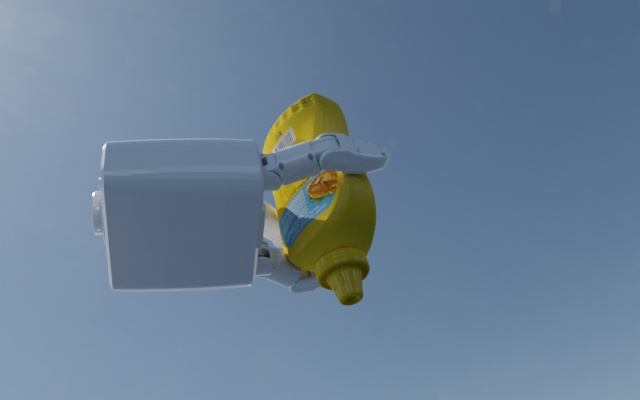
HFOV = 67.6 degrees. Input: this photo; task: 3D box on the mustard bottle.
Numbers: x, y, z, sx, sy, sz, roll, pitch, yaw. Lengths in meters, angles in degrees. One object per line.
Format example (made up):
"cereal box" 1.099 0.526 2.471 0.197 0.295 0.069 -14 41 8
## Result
"mustard bottle" 0.000 0.001 0.404 0.058 0.191 0.096 19 -52 -35
